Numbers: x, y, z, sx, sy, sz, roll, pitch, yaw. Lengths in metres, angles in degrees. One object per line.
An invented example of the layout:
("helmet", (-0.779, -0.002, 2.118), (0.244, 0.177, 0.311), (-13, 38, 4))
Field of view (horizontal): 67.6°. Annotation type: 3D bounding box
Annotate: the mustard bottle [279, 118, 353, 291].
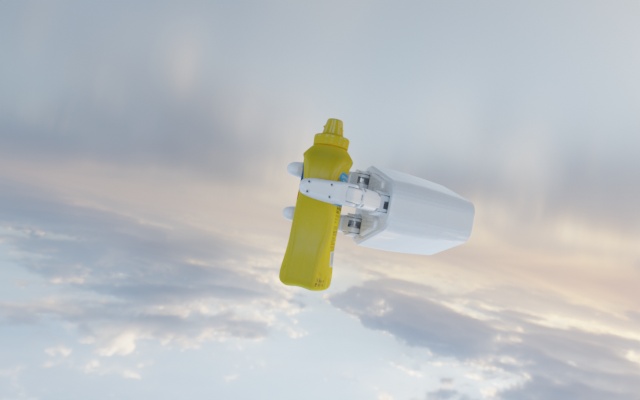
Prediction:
("mustard bottle", (0.000, 0.002, 0.541), (0.058, 0.191, 0.096), (11, -3, 9))
